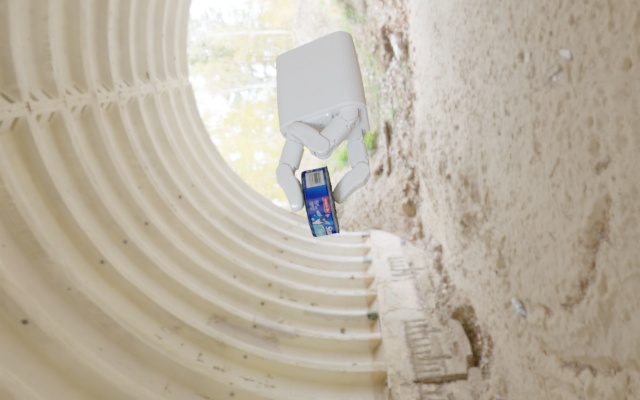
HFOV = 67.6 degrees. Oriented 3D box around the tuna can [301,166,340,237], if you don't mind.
[{"bbox_3d":[0.000,0.002,0.591,0.034,0.086,0.086,-11,-1,3],"label":"tuna can"}]
